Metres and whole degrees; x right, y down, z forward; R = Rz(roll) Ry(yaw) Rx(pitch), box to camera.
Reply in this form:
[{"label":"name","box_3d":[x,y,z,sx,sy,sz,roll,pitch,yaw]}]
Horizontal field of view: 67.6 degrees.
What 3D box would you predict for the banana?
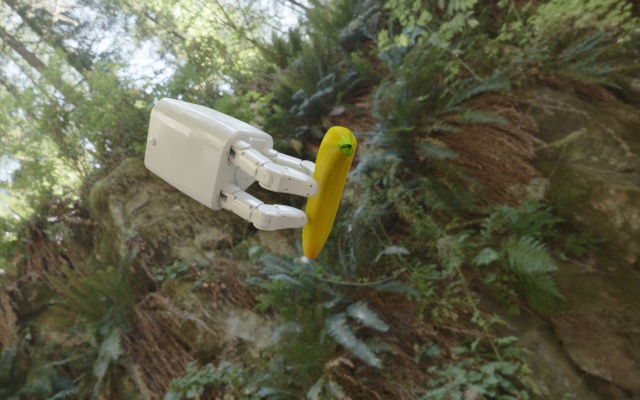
[{"label":"banana","box_3d":[0.006,-0.014,0.516,0.037,0.069,0.198,19,-39,4]}]
